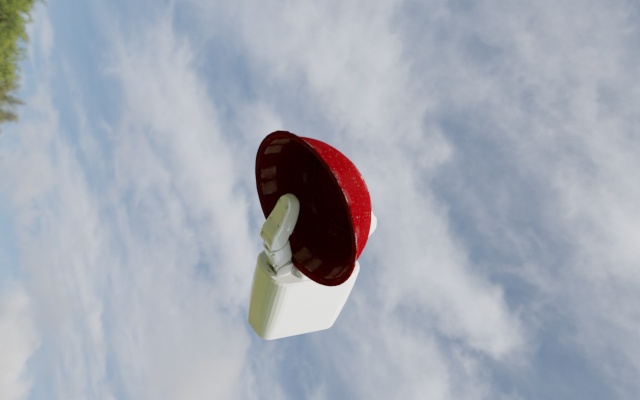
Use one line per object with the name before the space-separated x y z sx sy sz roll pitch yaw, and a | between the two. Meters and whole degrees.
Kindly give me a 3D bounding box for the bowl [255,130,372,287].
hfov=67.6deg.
bowl | 0.001 0.001 0.476 0.055 0.162 0.162 -25 13 -31
